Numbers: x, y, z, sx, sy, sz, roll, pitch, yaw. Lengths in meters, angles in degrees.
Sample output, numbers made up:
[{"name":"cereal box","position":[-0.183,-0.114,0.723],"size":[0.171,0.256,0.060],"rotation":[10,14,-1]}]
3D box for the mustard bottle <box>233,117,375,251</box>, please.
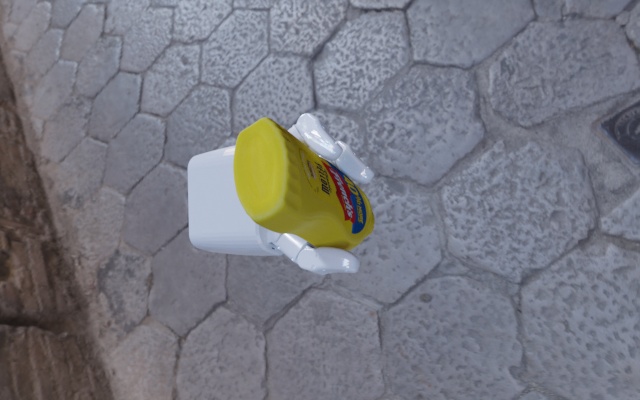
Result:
[{"name":"mustard bottle","position":[0.000,0.001,0.461],"size":[0.058,0.096,0.192],"rotation":[-29,-33,22]}]
